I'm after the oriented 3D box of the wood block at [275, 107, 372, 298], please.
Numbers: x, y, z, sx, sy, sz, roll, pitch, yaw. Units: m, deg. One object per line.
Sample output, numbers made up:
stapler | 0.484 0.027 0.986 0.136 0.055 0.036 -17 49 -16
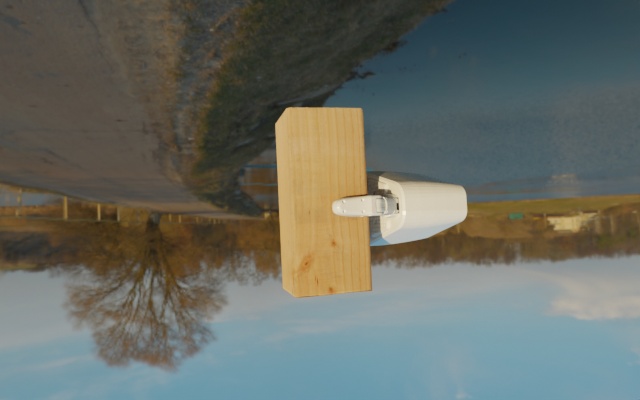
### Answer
wood block | 0.001 0.002 0.564 0.090 0.206 0.091 -2 -3 -15
